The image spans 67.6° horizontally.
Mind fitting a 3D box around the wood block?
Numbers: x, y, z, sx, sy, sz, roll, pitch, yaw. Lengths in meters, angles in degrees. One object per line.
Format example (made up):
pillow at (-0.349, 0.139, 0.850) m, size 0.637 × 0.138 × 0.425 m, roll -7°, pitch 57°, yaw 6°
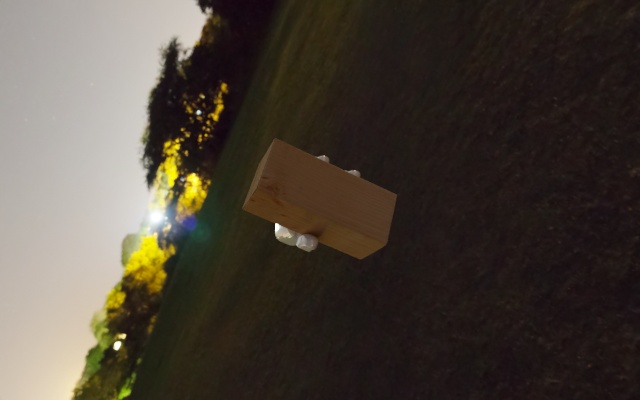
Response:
wood block at (0.000, 0.003, 0.725) m, size 0.206 × 0.090 × 0.090 m, roll 24°, pitch -29°, yaw -13°
